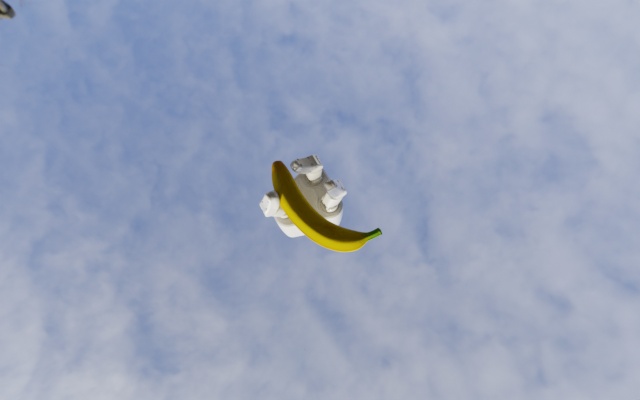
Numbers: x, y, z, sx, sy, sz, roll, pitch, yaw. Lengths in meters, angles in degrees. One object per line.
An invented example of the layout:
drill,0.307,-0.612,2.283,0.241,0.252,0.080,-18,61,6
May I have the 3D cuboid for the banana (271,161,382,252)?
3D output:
banana,-0.008,0.019,0.703,0.198,0.069,0.037,35,-9,14
